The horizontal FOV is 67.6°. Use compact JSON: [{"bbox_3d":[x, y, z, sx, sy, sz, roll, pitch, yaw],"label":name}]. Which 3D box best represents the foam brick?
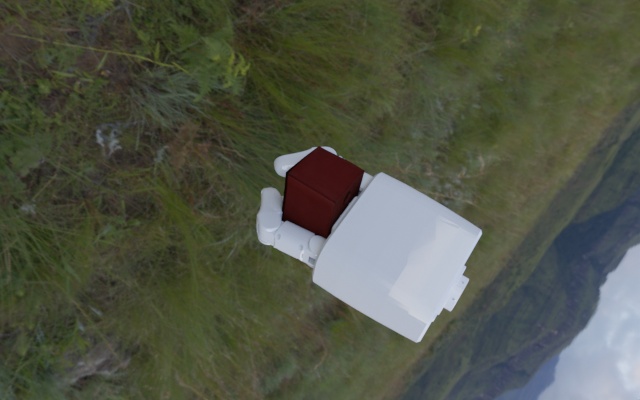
[{"bbox_3d":[0.000,0.001,0.434,0.051,0.078,0.053,30,48,18],"label":"foam brick"}]
